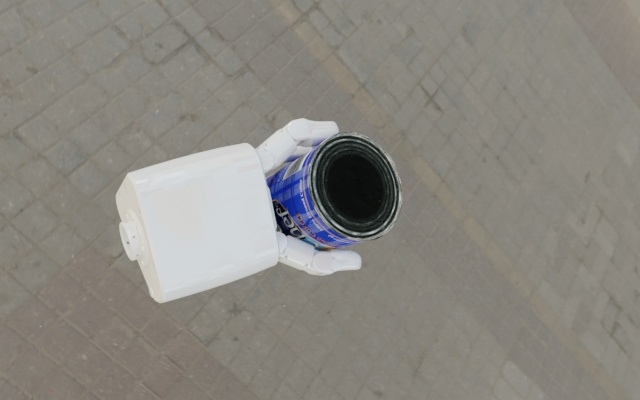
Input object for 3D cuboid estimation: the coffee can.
[{"bbox_3d":[0.000,0.002,0.490,0.103,0.102,0.140,0,-13,-30],"label":"coffee can"}]
